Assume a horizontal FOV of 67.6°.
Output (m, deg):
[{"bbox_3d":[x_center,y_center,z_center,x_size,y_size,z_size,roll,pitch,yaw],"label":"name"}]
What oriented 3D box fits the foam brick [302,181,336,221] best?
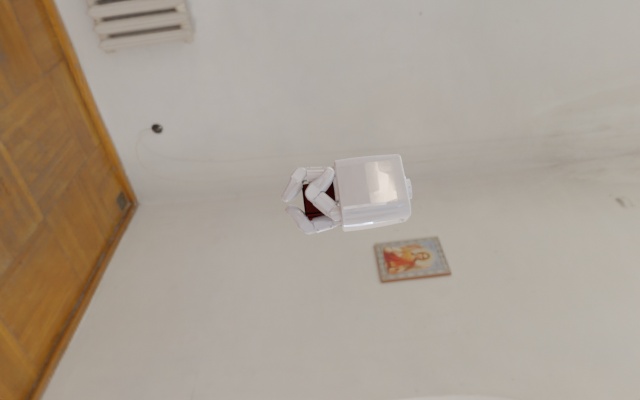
[{"bbox_3d":[0.000,0.003,0.796,0.051,0.053,0.078,-8,-10,2],"label":"foam brick"}]
